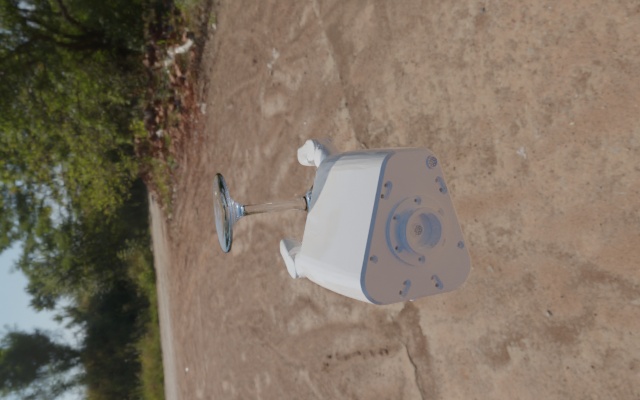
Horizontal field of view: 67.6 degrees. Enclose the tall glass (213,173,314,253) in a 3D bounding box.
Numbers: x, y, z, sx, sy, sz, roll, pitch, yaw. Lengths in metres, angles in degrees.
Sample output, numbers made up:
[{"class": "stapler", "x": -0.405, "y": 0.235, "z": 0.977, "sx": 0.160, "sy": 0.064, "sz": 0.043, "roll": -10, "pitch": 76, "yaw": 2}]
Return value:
[{"class": "tall glass", "x": -0.001, "y": 0.002, "z": 0.477, "sx": 0.201, "sy": 0.079, "sz": 0.079, "roll": -6, "pitch": 2, "yaw": -23}]
